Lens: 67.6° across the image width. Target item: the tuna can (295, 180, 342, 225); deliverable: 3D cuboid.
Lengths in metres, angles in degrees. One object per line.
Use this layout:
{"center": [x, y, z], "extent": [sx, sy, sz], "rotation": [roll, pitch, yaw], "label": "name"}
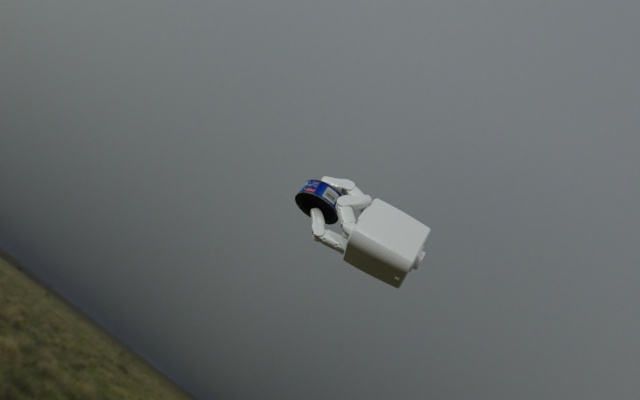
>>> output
{"center": [0.000, 0.002, 0.842], "extent": [0.086, 0.033, 0.086], "rotation": [24, -29, 14], "label": "tuna can"}
